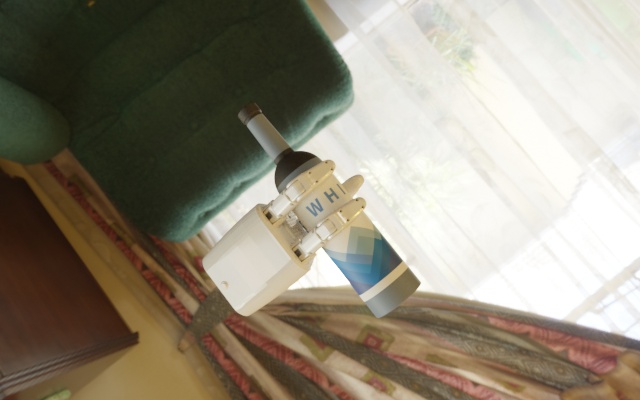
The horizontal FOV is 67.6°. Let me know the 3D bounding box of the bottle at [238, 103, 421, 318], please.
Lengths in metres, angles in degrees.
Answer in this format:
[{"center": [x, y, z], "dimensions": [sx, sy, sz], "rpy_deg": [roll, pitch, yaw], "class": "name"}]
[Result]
[{"center": [0.000, 0.002, 0.572], "dimensions": [0.069, 0.295, 0.069], "rpy_deg": [-38, -7, -5], "class": "bottle"}]
